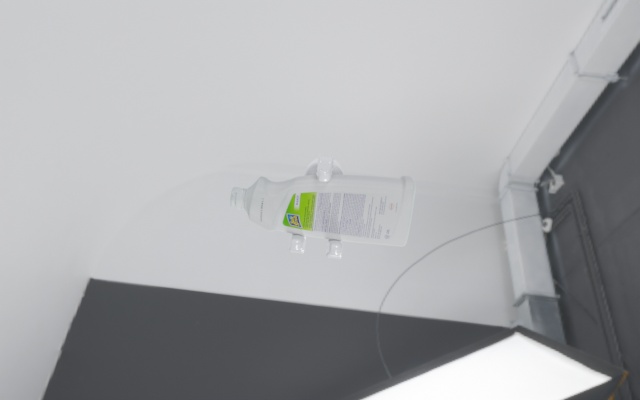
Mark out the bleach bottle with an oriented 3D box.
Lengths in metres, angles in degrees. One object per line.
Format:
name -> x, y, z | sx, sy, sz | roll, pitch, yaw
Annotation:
bleach bottle -> 0.000, 0.002, 0.675 | 0.251, 0.102, 0.068 | 7, 13, 1
